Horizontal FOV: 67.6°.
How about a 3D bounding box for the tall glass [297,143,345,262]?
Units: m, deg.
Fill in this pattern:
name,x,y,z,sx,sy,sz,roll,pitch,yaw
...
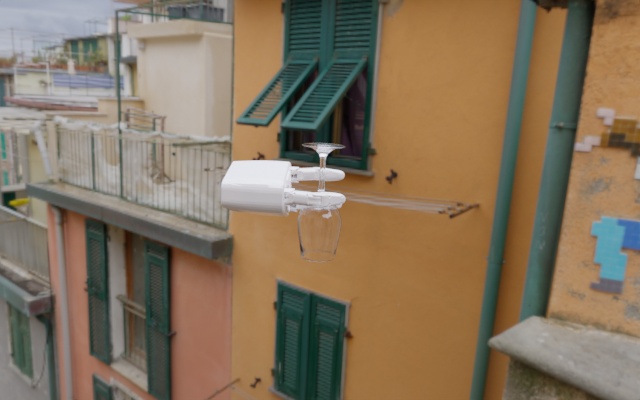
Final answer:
name,x,y,z,sx,sy,sz,roll,pitch,yaw
tall glass,0.000,0.002,0.835,0.079,0.201,0.079,3,12,-1
